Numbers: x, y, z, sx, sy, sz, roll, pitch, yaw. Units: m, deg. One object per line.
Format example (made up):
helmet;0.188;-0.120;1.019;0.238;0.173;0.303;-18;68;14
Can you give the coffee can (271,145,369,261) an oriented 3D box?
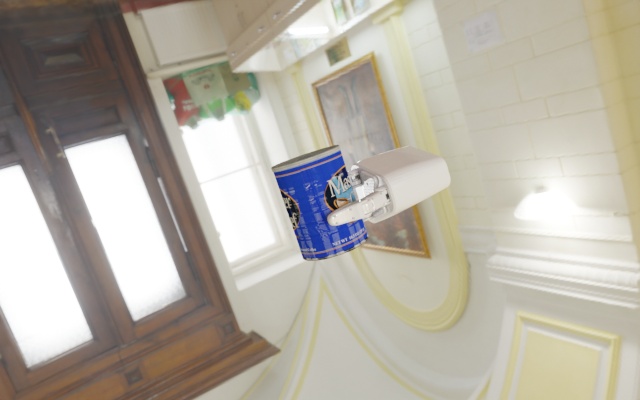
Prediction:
coffee can;0.000;0.002;0.687;0.103;0.140;0.103;-18;9;3
